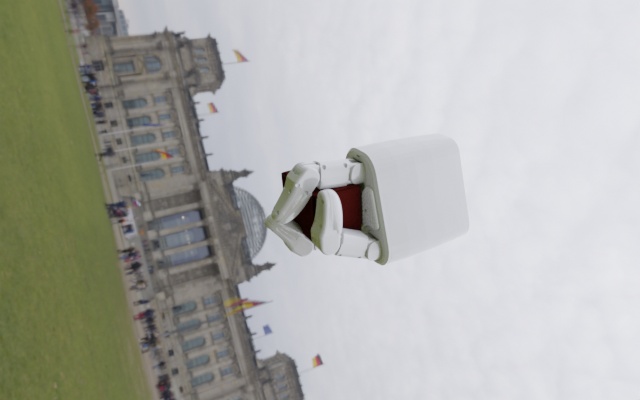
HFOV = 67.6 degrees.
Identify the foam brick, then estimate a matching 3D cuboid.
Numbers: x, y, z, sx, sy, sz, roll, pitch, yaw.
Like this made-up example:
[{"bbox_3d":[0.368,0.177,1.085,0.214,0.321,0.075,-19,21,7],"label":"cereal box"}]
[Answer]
[{"bbox_3d":[0.000,0.001,0.482,0.051,0.053,0.078,-15,27,-22],"label":"foam brick"}]
